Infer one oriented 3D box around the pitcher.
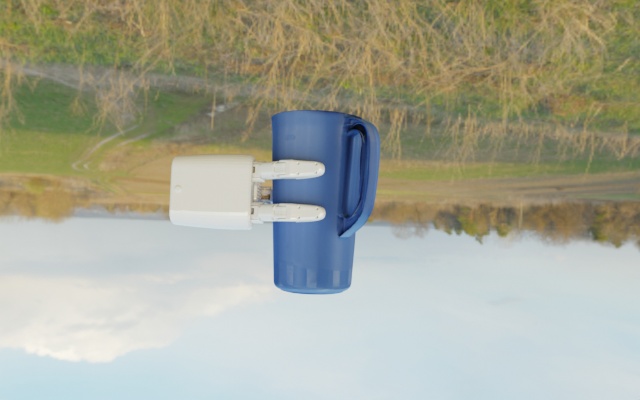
[{"bbox_3d":[0.000,0.002,0.655,0.145,0.243,0.149,2,-2,0],"label":"pitcher"}]
